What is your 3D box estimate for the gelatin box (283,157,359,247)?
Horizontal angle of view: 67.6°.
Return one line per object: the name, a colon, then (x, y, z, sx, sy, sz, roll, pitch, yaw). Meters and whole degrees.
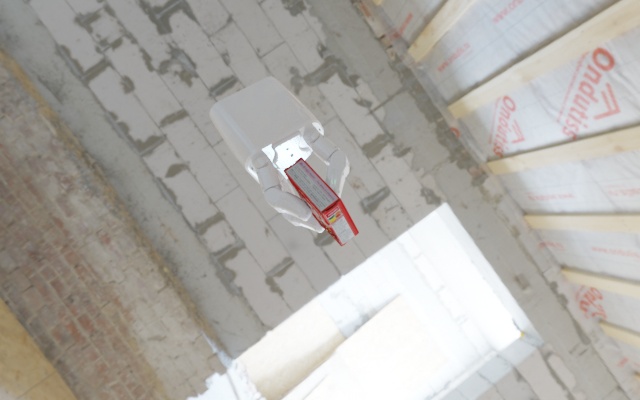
gelatin box: (0.001, 0.002, 0.553, 0.089, 0.030, 0.073, 47, -8, 39)
